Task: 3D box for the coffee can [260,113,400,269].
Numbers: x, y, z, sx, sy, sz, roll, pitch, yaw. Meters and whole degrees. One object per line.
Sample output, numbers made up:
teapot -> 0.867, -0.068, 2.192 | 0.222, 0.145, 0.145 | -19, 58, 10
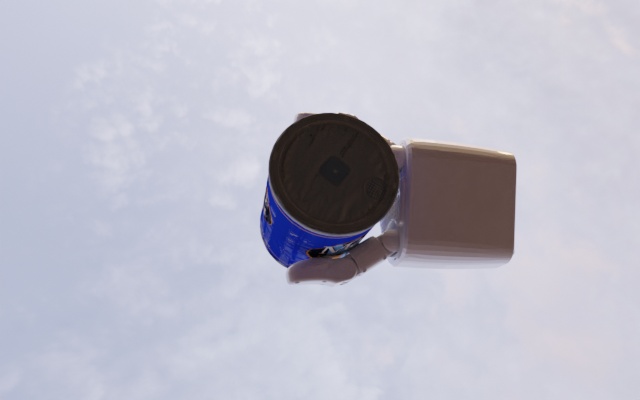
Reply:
coffee can -> 0.000, 0.001, 0.428 | 0.103, 0.102, 0.140 | 0, -21, -10
